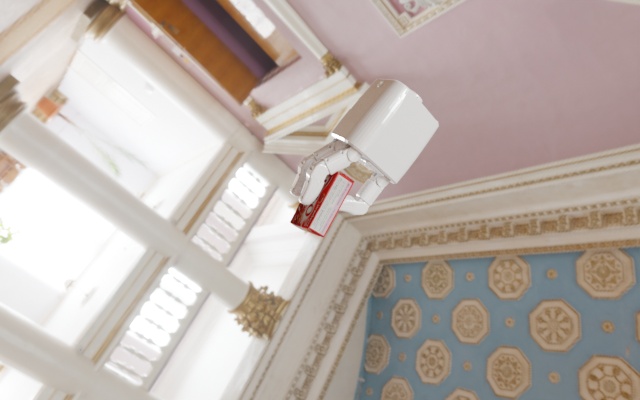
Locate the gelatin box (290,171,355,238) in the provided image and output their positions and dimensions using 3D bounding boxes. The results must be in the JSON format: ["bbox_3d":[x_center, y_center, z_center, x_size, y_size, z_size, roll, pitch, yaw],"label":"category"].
[{"bbox_3d":[0.000,0.003,0.656,0.030,0.089,0.073,31,-8,-22],"label":"gelatin box"}]
